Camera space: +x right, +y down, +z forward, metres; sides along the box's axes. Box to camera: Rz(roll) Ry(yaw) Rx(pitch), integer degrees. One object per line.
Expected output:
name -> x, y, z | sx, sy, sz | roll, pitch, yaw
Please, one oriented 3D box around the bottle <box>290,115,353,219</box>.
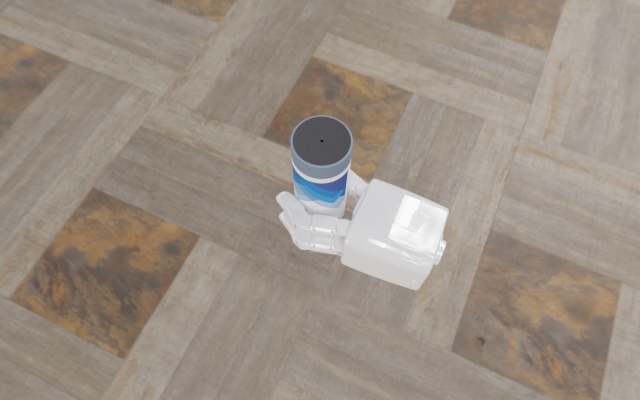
bottle -> 0.000, 0.002, 0.635 | 0.069, 0.069, 0.296 | 0, -26, -1
